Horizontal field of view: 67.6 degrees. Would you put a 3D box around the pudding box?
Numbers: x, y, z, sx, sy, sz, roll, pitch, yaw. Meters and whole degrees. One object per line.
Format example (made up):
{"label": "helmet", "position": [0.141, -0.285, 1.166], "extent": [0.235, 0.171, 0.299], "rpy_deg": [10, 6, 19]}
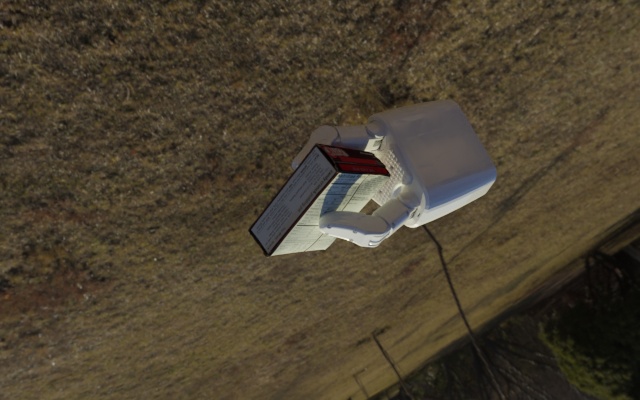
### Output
{"label": "pudding box", "position": [0.000, 0.002, 0.443], "extent": [0.090, 0.113, 0.039], "rpy_deg": [1, 44, -53]}
